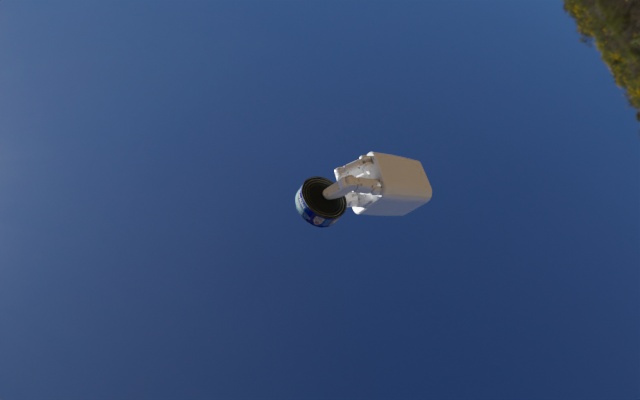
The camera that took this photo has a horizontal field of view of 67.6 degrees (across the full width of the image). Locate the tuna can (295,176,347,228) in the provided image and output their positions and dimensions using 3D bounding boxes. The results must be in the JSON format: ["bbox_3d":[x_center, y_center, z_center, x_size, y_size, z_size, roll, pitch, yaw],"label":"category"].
[{"bbox_3d":[0.000,0.003,0.817,0.086,0.086,0.034,0,-34,-32],"label":"tuna can"}]
